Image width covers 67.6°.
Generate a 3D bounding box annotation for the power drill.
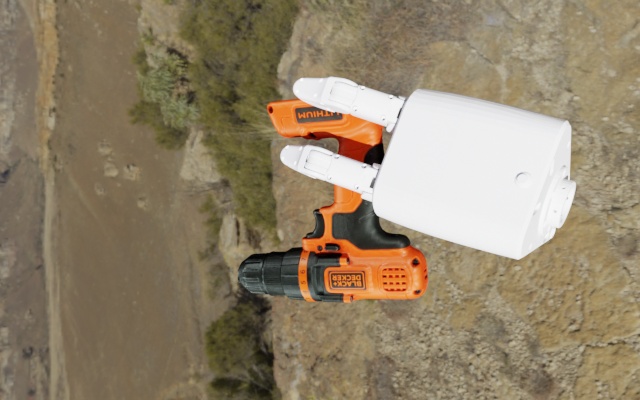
[{"bbox_3d":[0.000,0.001,0.438,0.184,0.188,0.057,-3,9,18],"label":"power drill"}]
